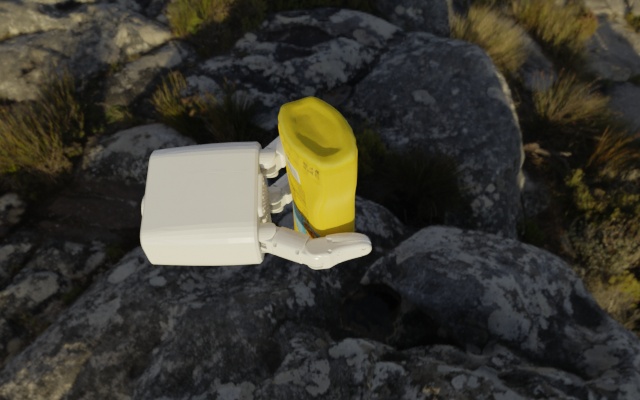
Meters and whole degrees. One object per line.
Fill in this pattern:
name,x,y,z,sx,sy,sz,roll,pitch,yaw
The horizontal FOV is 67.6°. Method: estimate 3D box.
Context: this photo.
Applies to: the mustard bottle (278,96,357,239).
mustard bottle,0.000,0.001,0.469,0.058,0.096,0.192,-21,-39,-15
